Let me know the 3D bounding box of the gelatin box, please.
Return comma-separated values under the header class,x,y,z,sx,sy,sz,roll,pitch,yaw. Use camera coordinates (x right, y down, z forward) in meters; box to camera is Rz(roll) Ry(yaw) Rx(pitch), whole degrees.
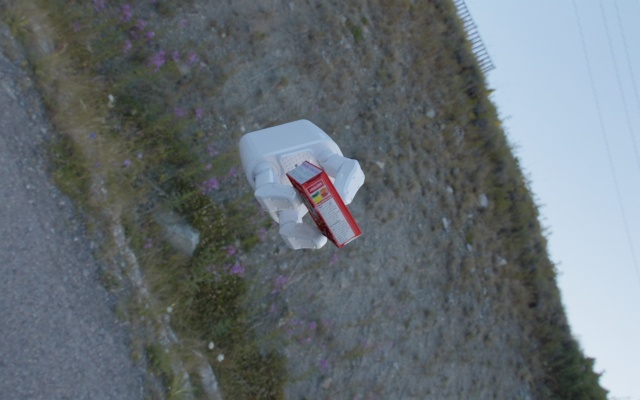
class,x,y,z,sx,sy,sz,roll,pitch,yaw
gelatin box,0.001,0.001,0.482,0.030,0.073,0.089,-33,17,-6
